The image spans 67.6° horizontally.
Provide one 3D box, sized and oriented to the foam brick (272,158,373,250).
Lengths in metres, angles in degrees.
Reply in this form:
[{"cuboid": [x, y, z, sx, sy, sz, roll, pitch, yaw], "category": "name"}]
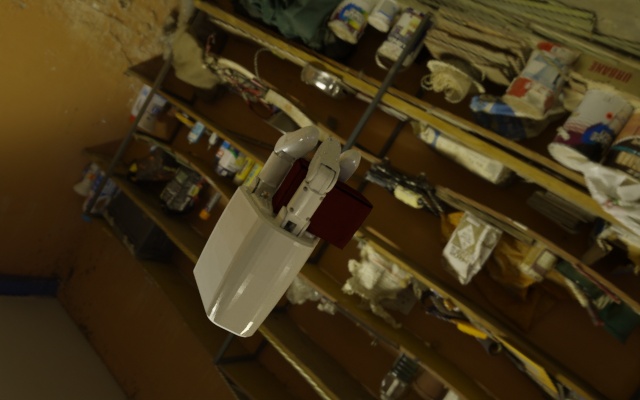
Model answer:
[{"cuboid": [0.000, 0.002, 0.457, 0.078, 0.051, 0.053, 30, 9, -13], "category": "foam brick"}]
